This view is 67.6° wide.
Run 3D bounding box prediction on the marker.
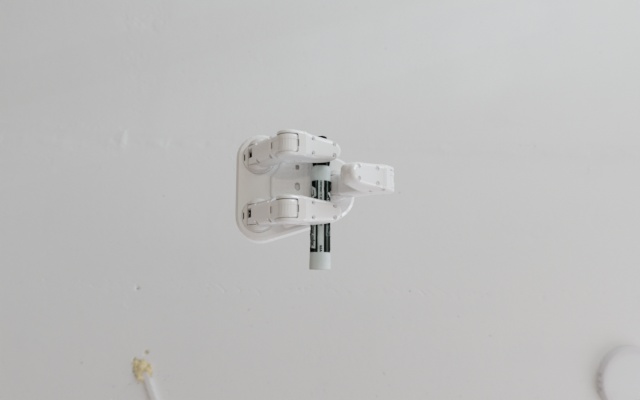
[{"bbox_3d":[0.000,0.001,0.428,0.020,0.121,0.020,1,-8,0],"label":"marker"}]
